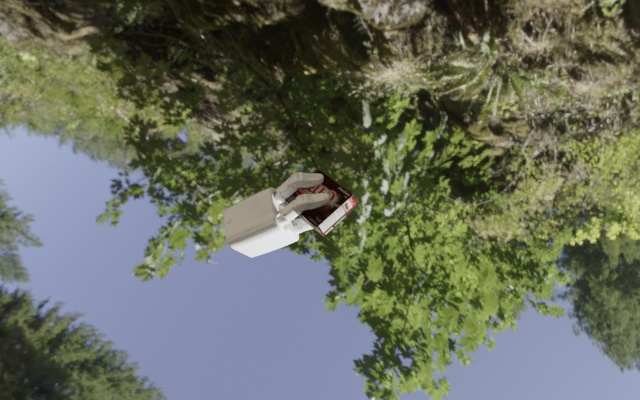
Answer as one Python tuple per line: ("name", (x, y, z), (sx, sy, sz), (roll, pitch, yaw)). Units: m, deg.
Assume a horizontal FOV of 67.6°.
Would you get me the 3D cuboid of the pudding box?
("pudding box", (0.000, 0.003, 0.881), (0.113, 0.090, 0.039), (39, -13, 41))
